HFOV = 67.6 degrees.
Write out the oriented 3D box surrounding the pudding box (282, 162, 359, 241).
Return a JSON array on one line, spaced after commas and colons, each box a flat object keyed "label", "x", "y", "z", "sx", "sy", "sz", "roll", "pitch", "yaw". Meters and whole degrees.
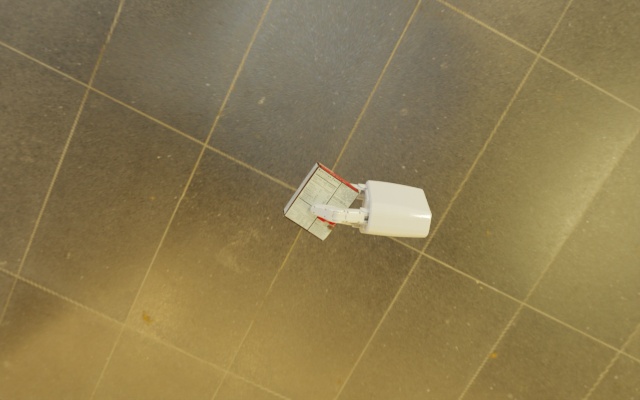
[{"label": "pudding box", "x": 0.000, "y": 0.003, "z": 0.841, "sx": 0.090, "sy": 0.113, "sz": 0.039, "roll": 34, "pitch": 9, "yaw": -11}]
